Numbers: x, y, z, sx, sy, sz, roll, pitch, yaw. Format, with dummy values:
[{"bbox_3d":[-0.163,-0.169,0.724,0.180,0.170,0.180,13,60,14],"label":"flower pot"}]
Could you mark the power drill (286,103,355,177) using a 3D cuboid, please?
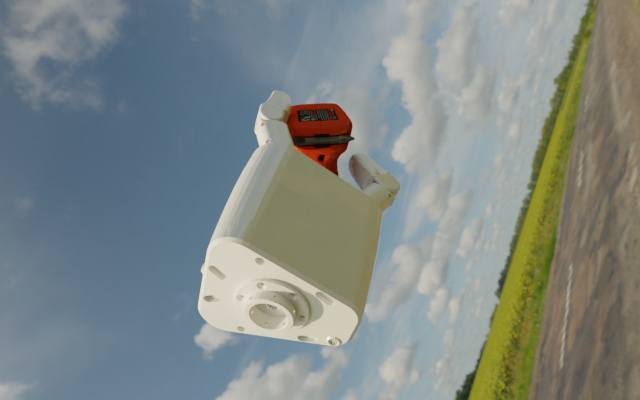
[{"bbox_3d":[0.000,0.001,0.480,0.057,0.188,0.184,-6,21,-4],"label":"power drill"}]
